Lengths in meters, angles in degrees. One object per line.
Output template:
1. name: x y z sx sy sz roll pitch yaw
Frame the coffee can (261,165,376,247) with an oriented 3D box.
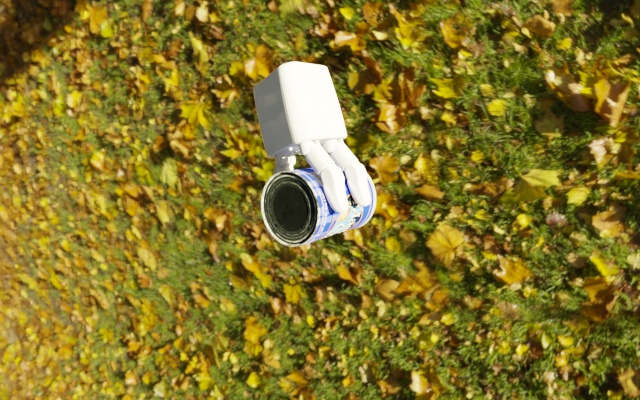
1. coffee can: 0.000 0.002 0.684 0.103 0.103 0.140 0 8 38
